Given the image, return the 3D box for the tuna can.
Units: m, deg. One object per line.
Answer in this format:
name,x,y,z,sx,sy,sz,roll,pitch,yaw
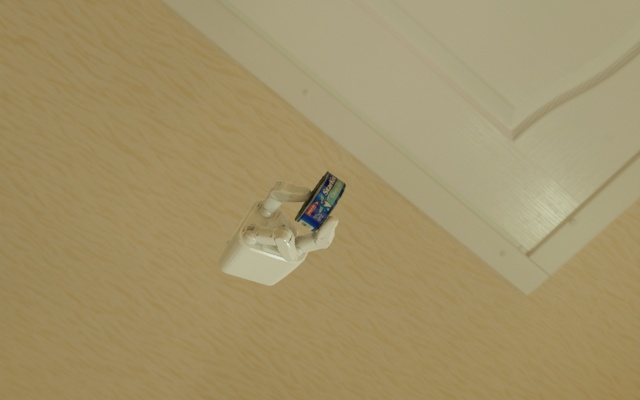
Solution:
tuna can,0.001,0.003,0.685,0.034,0.086,0.086,34,-4,-5
